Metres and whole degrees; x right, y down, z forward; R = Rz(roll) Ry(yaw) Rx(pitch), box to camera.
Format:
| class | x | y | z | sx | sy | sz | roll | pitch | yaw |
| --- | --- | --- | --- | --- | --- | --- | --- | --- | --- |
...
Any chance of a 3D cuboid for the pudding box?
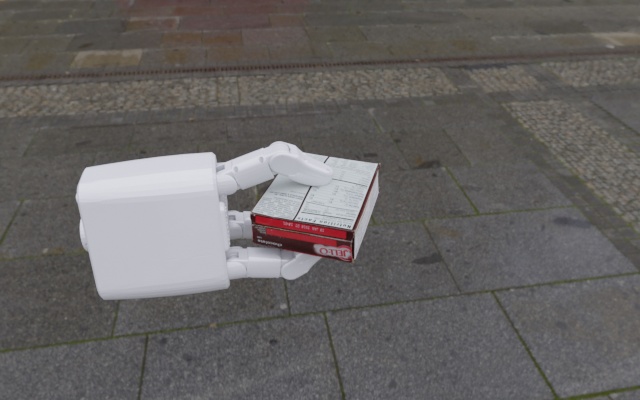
| class | x | y | z | sx | sy | sz | roll | pitch | yaw |
| --- | --- | --- | --- | --- | --- | --- | --- | --- | --- |
| pudding box | 0.000 | 0.001 | 0.426 | 0.090 | 0.039 | 0.113 | 10 | 38 | 14 |
